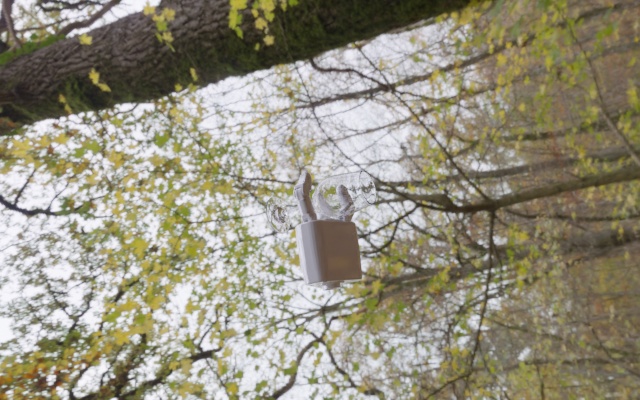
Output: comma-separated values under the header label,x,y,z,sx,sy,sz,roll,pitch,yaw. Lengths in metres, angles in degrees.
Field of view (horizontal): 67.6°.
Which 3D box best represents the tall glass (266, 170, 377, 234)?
label,x,y,z,sx,sy,sz,roll,pitch,yaw
tall glass,0.000,0.003,0.875,0.201,0.079,0.079,-18,-9,30
